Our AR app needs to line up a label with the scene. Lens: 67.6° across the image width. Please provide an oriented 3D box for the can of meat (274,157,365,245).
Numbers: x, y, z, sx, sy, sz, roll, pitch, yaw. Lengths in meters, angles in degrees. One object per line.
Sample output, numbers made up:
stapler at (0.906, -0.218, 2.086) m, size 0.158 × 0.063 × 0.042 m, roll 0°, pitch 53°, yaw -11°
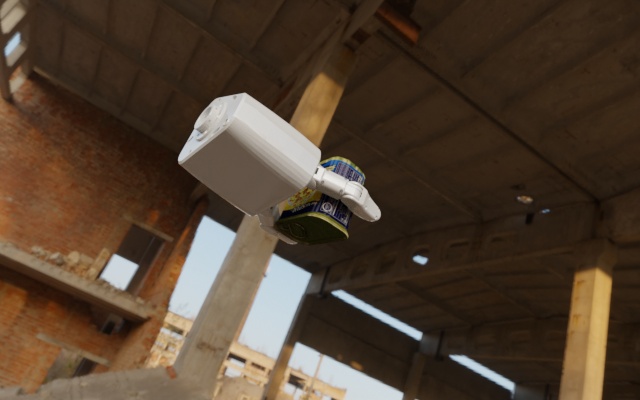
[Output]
can of meat at (0.000, 0.002, 0.576) m, size 0.057 × 0.084 × 0.102 m, roll 35°, pitch -28°, yaw -27°
